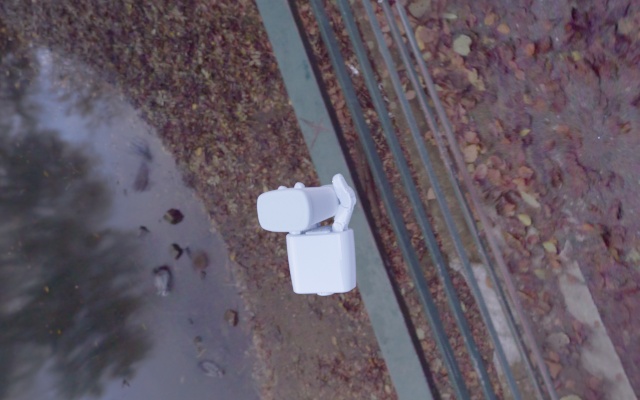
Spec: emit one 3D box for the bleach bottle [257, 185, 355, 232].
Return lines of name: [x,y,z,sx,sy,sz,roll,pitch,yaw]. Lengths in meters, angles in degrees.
bleach bottle: [0.000,0.003,0.850,0.102,0.068,0.251,-3,5,31]
